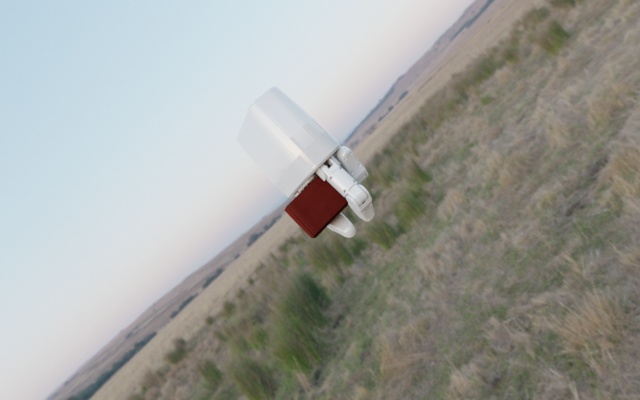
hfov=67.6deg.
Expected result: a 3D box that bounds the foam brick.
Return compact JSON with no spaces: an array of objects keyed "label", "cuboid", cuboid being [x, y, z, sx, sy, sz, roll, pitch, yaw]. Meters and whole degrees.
[{"label":"foam brick","cuboid":[0.000,0.002,0.589,0.078,0.051,0.053,-45,1,-10]}]
